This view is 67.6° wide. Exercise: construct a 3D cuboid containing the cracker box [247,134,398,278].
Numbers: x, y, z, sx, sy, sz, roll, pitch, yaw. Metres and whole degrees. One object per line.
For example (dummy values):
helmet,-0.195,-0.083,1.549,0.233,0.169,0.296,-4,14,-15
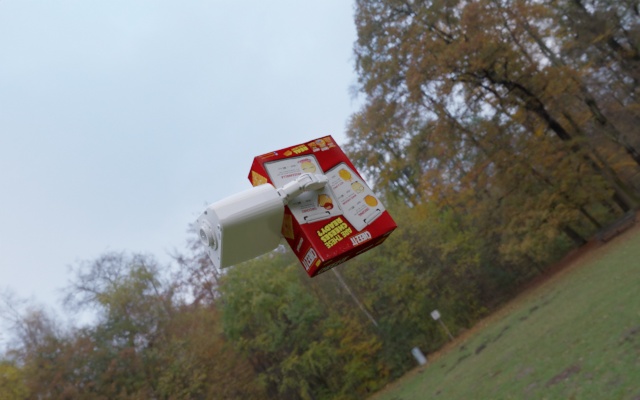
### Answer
cracker box,0.000,0.002,0.811,0.164,0.213,0.072,-21,-23,-33
